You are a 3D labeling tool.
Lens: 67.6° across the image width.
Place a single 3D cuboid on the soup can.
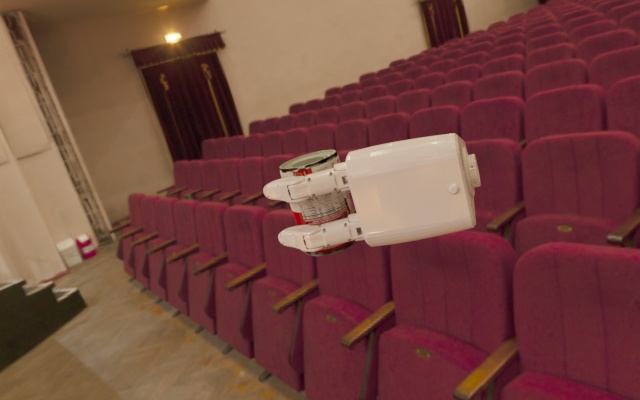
[{"bbox_3d":[0.000,0.002,0.532,0.068,0.102,0.068,-15,15,4],"label":"soup can"}]
